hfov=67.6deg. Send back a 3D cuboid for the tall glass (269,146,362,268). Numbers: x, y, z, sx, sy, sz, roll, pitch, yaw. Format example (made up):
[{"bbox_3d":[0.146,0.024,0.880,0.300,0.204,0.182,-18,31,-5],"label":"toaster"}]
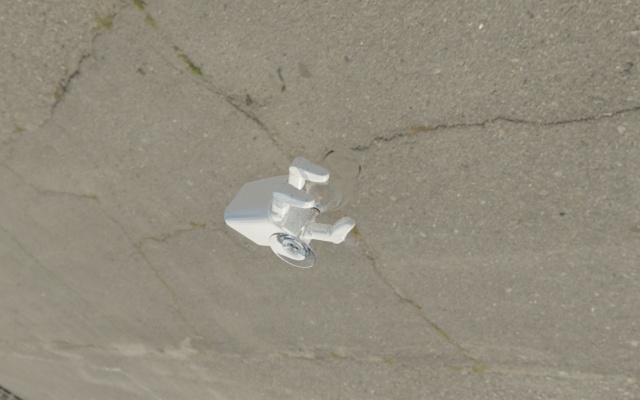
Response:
[{"bbox_3d":[0.000,0.003,0.734,0.079,0.079,0.201,0,44,35],"label":"tall glass"}]
